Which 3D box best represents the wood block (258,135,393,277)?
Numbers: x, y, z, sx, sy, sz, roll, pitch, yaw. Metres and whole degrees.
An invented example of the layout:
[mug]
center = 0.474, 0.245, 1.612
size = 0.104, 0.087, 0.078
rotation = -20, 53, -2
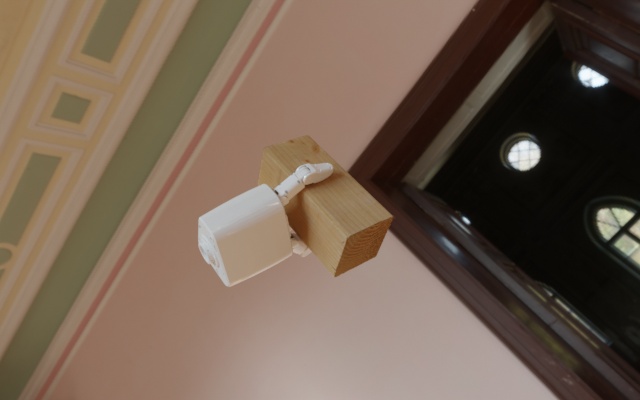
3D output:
[wood block]
center = 0.000, 0.002, 0.726
size = 0.090, 0.091, 0.206
rotation = -21, 53, -34
